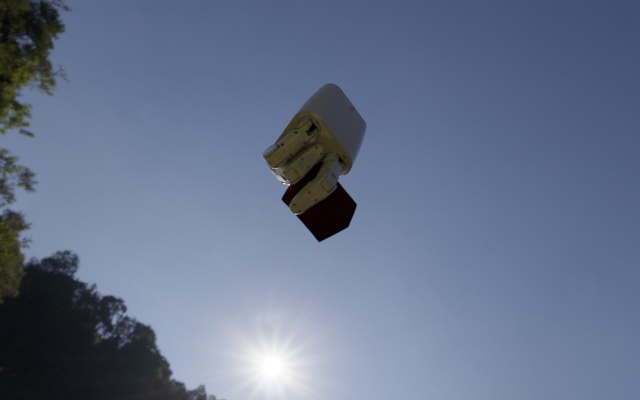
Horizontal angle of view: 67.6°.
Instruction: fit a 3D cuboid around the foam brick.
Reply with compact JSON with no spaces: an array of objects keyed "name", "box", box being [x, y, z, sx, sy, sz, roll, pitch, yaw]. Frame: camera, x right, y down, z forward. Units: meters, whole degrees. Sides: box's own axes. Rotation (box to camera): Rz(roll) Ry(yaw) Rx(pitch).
[{"name":"foam brick","box":[0.000,0.002,0.605,0.053,0.078,0.051,-28,21,33]}]
